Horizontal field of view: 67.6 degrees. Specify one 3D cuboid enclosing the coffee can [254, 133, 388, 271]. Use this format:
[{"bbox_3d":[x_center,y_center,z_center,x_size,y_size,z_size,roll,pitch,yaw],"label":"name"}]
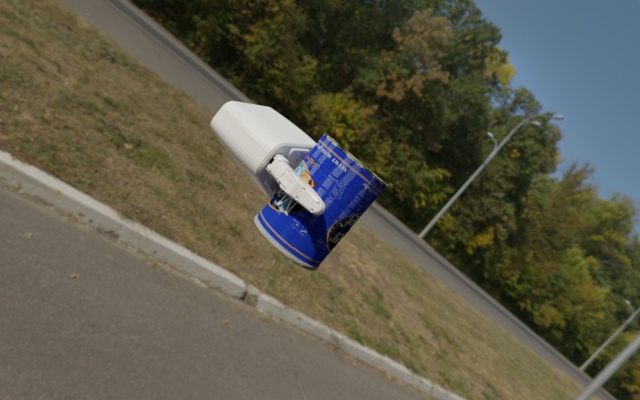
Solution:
[{"bbox_3d":[0.000,0.002,0.598,0.103,0.140,0.103,39,7,-6],"label":"coffee can"}]
